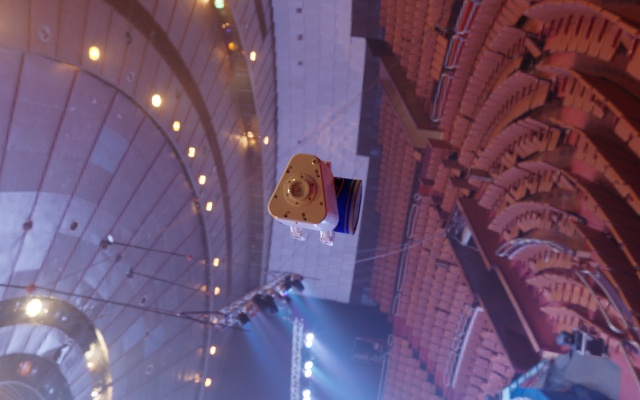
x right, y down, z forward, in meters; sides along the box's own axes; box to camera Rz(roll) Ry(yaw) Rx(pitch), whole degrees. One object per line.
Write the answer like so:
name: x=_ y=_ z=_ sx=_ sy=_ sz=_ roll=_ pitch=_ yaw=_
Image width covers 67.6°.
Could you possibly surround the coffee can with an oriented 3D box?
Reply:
coffee can: x=0.000 y=0.003 z=0.879 sx=0.140 sy=0.103 sz=0.103 roll=8 pitch=1 yaw=10
